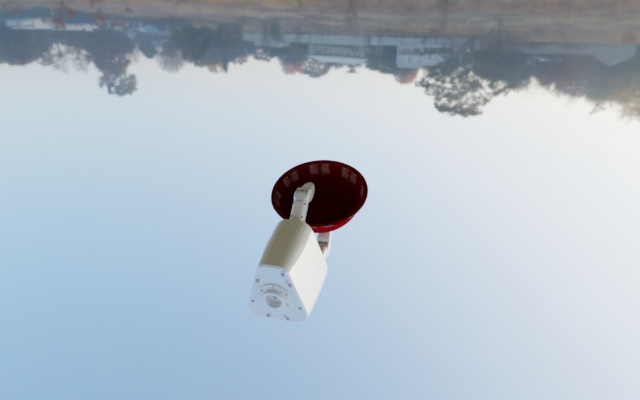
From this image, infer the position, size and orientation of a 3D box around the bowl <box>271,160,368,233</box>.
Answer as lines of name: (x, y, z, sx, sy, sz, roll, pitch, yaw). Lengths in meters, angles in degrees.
bowl: (0.001, 0.002, 0.808, 0.162, 0.162, 0.055, -4, -45, 4)
